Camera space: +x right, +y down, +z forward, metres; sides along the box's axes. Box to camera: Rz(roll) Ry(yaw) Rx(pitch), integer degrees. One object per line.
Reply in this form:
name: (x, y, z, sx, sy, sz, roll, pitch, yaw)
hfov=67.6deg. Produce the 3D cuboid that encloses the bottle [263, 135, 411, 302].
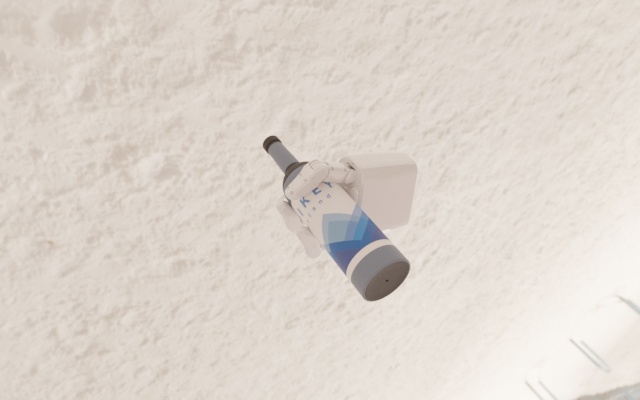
bottle: (0.000, 0.002, 0.625, 0.069, 0.069, 0.295, 0, 37, -40)
